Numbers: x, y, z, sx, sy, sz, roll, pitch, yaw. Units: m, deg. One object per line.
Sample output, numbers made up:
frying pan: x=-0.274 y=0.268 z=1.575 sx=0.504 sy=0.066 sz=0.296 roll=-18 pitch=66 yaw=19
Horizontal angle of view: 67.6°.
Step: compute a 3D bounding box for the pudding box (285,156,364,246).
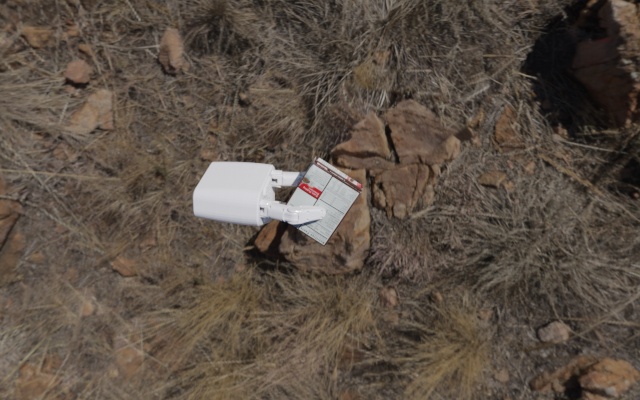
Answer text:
pudding box: x=0.000 y=0.002 z=0.747 sx=0.090 sy=0.113 sz=0.039 roll=32 pitch=22 yaw=-3
